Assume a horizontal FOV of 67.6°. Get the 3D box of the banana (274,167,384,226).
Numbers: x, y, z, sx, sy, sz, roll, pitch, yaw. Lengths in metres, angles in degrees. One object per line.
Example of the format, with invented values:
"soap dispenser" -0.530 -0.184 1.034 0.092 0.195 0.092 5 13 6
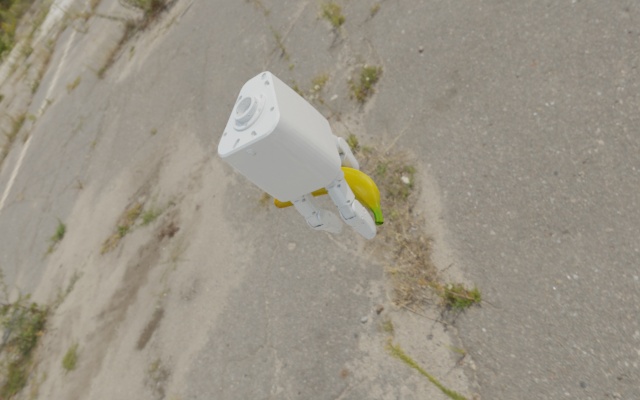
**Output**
"banana" 0.009 -0.014 0.656 0.198 0.069 0.037 8 -19 44
